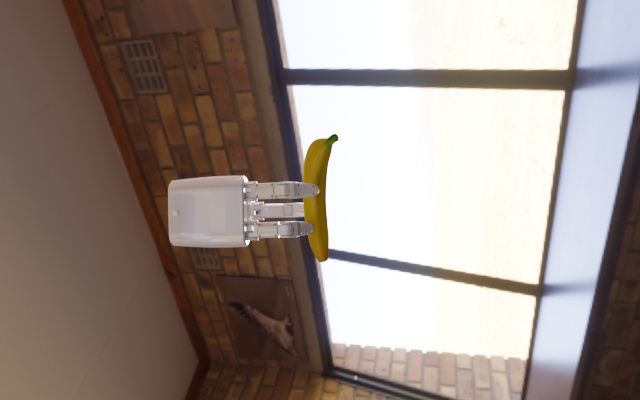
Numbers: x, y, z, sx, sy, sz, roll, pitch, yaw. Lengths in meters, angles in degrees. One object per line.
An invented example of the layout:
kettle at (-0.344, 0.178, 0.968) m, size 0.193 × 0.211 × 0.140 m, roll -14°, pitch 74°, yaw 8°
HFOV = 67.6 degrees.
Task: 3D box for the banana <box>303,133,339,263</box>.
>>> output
banana at (-0.004, -0.008, 0.700) m, size 0.037 × 0.198 × 0.069 m, roll -3°, pitch 23°, yaw -15°
